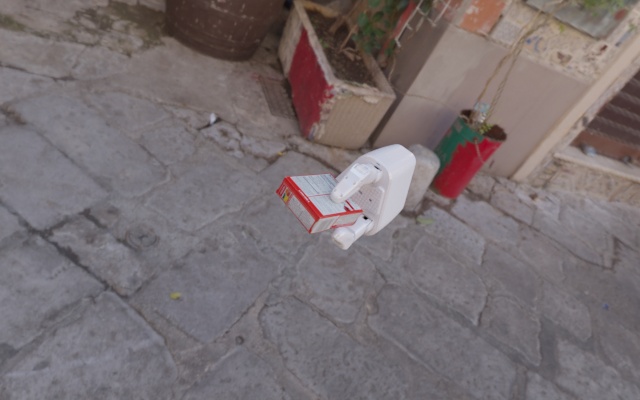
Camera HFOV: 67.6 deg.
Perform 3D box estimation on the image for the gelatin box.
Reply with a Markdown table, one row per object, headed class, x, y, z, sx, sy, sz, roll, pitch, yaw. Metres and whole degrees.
| class | x | y | z | sx | sy | sz | roll | pitch | yaw |
| --- | --- | --- | --- | --- | --- | --- | --- | --- | --- |
| gelatin box | 0.000 | 0.002 | 0.595 | 0.089 | 0.030 | 0.073 | -7 | 49 | -49 |
